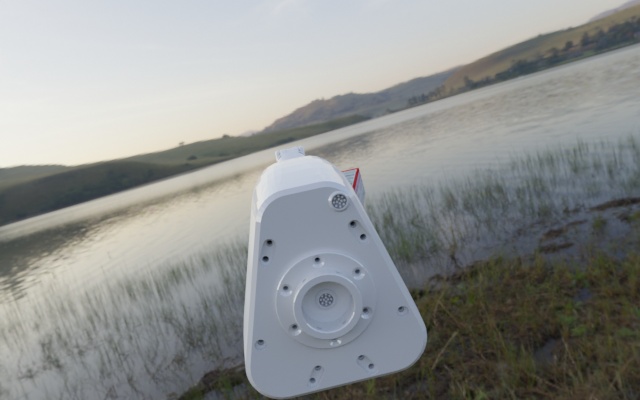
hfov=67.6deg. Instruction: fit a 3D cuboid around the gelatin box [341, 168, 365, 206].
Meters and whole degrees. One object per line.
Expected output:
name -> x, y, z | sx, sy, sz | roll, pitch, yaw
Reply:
gelatin box -> 0.000, 0.001, 0.417 | 0.073, 0.030, 0.089 | -13, 14, 10
